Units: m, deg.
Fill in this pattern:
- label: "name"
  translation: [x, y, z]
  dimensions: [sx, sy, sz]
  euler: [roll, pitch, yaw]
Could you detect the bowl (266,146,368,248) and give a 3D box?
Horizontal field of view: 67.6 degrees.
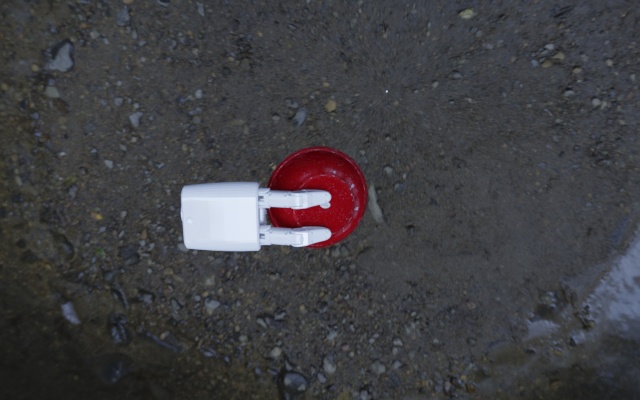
- label: "bowl"
  translation: [0.001, 0.002, 0.714]
  dimensions: [0.162, 0.162, 0.055]
  euler: [0, 13, -11]
